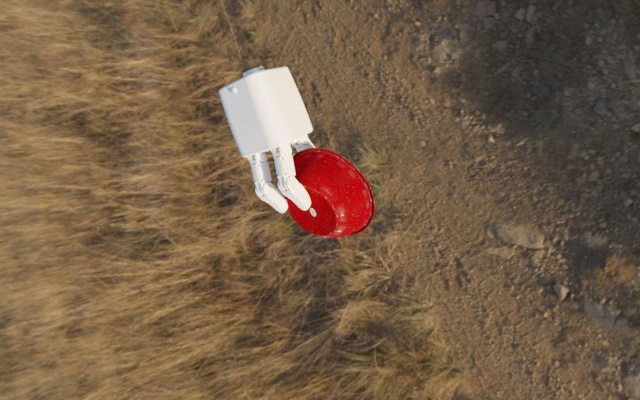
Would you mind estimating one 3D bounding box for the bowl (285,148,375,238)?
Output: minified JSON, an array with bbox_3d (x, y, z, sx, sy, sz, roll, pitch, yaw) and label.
[{"bbox_3d":[0.001,0.004,0.734,0.162,0.162,0.055,0,33,38],"label":"bowl"}]
